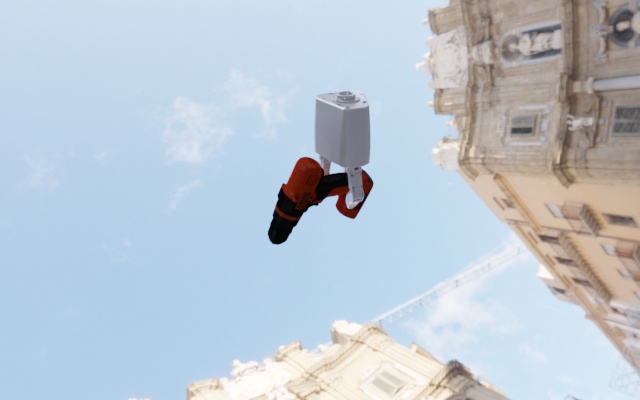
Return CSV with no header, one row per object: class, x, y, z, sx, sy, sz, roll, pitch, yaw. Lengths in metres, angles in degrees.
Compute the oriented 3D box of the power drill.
power drill,0.001,0.003,0.892,0.187,0.184,0.057,-5,43,-43
